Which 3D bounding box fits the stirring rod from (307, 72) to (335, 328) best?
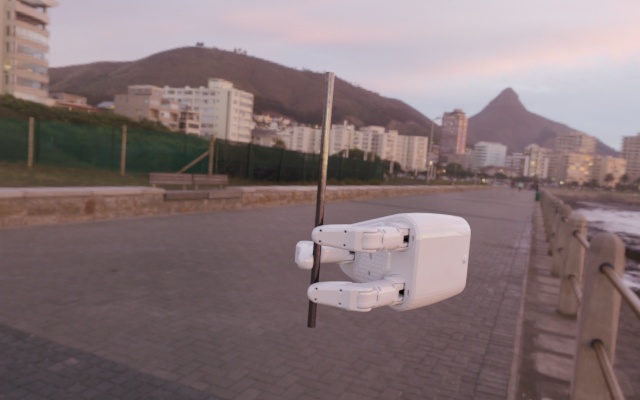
[{"bbox_3d":[0.000,0.002,0.450,0.011,0.239,0.011,4,4,0],"label":"stirring rod"}]
